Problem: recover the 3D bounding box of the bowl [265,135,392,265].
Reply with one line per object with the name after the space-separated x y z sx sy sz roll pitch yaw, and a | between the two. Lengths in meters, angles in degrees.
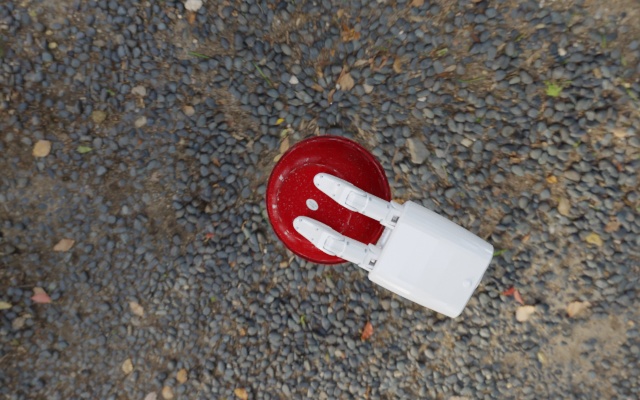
-0.001 0.002 0.567 0.162 0.162 0.055 0 4 16 | bowl
